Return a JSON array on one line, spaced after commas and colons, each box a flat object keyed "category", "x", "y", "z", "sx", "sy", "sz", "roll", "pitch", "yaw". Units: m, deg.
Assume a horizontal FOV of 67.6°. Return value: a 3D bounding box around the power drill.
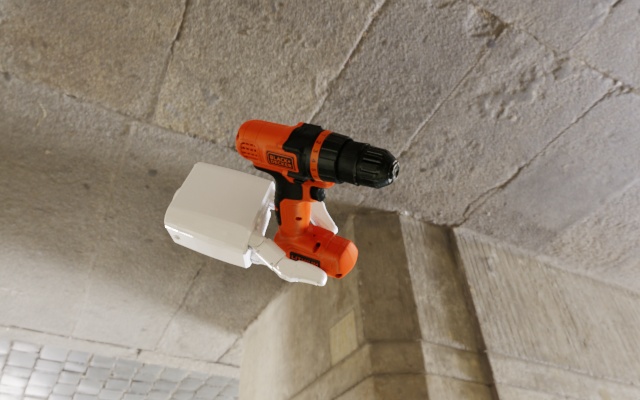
[{"category": "power drill", "x": 0.000, "y": 0.002, "z": 0.541, "sx": 0.184, "sy": 0.188, "sz": 0.057, "roll": 17, "pitch": 44, "yaw": 26}]
